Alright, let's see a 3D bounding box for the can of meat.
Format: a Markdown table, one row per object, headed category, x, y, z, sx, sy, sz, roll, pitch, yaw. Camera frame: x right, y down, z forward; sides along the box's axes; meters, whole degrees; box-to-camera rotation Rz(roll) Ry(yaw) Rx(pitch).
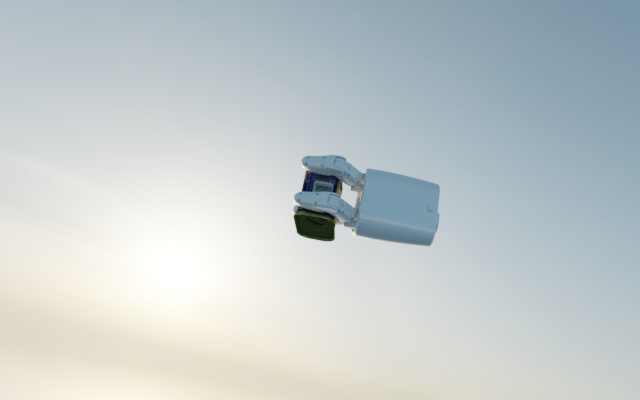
| category | x | y | z | sx | sy | sz | roll | pitch | yaw |
| --- | --- | --- | --- | --- | --- | --- | --- | --- | --- |
| can of meat | 0.000 | 0.002 | 0.684 | 0.057 | 0.084 | 0.102 | 10 | -21 | 6 |
